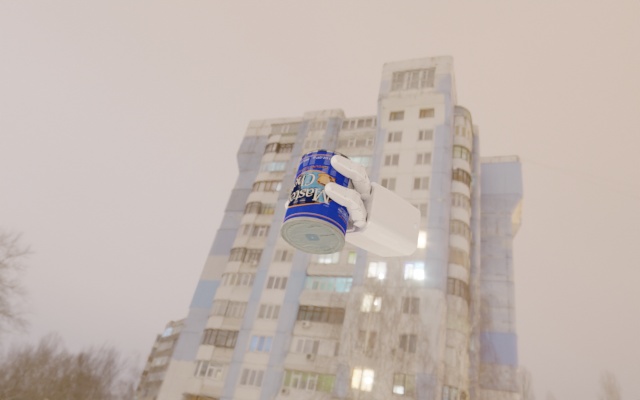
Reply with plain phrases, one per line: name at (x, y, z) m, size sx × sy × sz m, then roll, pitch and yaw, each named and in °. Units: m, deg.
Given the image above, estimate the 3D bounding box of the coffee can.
coffee can at (0.000, 0.003, 0.779) m, size 0.103 × 0.140 × 0.103 m, roll 9°, pitch -34°, yaw 6°
